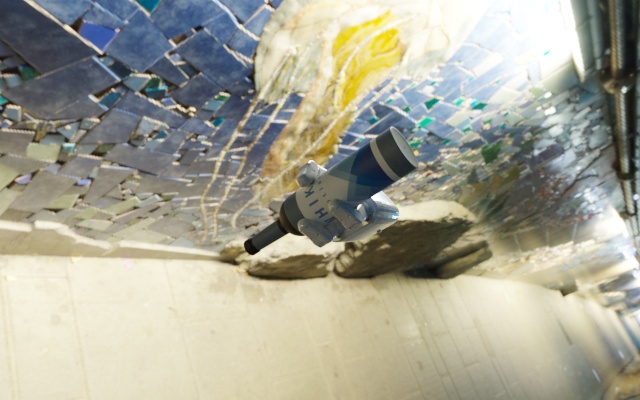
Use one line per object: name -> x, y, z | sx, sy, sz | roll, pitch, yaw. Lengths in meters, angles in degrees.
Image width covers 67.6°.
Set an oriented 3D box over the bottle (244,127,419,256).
bottle -> 0.000, 0.002, 0.697 | 0.296, 0.069, 0.069 | -33, -15, 24
